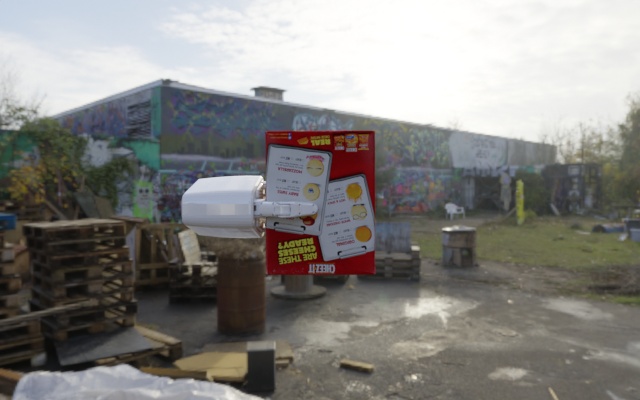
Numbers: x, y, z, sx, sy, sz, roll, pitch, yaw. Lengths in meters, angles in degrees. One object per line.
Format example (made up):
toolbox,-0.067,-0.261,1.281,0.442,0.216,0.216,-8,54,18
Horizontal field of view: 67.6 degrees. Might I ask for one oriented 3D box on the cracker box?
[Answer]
cracker box,0.000,0.002,0.730,0.164,0.213,0.072,0,2,2
